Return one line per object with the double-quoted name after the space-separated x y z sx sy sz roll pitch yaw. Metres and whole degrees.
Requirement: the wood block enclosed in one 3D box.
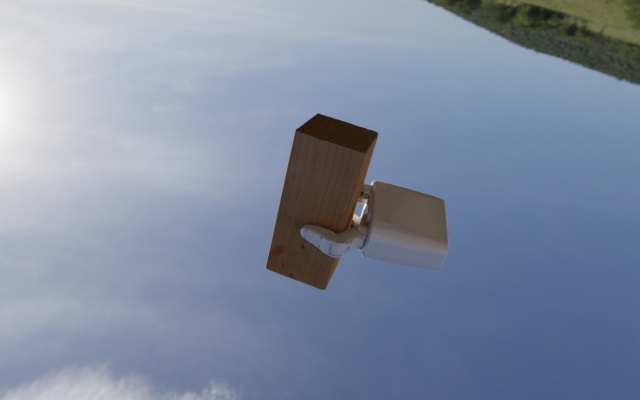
0.000 0.002 0.639 0.090 0.206 0.090 19 28 9 "wood block"
